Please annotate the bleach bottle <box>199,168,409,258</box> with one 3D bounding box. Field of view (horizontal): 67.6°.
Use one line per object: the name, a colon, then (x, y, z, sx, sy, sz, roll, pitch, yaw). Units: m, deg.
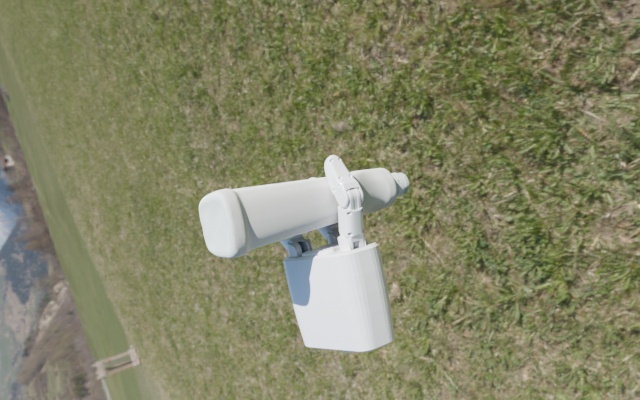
bleach bottle: (0.000, 0.002, 0.536, 0.251, 0.068, 0.102, -13, 2, -29)
